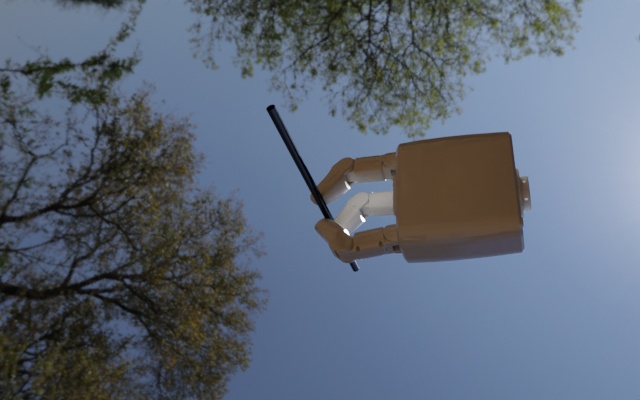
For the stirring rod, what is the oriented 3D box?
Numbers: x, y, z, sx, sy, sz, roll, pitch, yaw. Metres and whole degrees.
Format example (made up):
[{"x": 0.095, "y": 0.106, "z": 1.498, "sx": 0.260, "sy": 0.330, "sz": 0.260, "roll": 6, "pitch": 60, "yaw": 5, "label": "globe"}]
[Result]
[{"x": 0.000, "y": 0.002, "z": 0.476, "sx": 0.011, "sy": 0.011, "sz": 0.240, "roll": 0, "pitch": -41, "yaw": 27, "label": "stirring rod"}]
